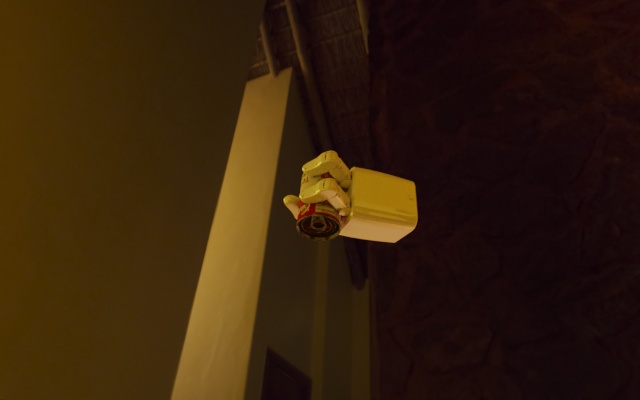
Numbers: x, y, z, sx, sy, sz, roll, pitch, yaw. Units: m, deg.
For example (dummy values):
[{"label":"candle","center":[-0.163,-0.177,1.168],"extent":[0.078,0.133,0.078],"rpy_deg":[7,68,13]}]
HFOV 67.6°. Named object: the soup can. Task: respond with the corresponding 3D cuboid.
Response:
[{"label":"soup can","center":[0.000,0.002,0.751],"extent":[0.068,0.102,0.069],"rpy_deg":[3,-37,2]}]
